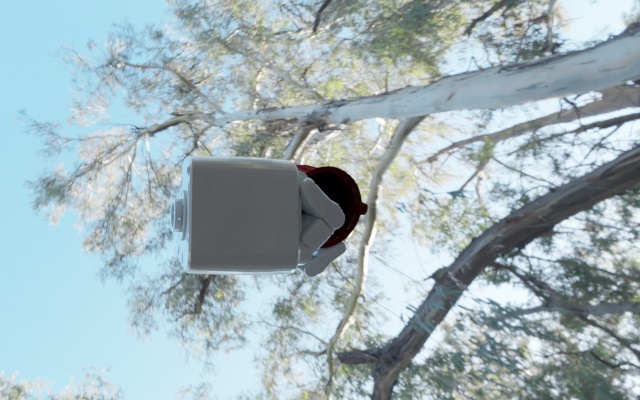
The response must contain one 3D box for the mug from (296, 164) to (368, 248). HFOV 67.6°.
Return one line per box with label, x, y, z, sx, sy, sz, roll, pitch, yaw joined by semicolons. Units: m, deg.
mug;0.001;0.002;0.571;0.117;0.093;0.081;3;9;-25
